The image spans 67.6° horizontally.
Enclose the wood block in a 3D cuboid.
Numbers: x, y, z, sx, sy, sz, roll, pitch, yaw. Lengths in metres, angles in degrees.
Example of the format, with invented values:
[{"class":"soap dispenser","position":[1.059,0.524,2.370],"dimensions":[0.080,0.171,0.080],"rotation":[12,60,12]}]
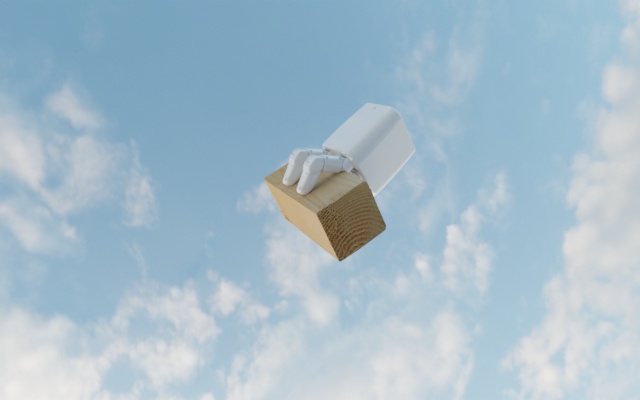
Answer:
[{"class":"wood block","position":[0.001,0.002,0.756],"dimensions":[0.090,0.091,0.206],"rotation":[-34,28,-14]}]
